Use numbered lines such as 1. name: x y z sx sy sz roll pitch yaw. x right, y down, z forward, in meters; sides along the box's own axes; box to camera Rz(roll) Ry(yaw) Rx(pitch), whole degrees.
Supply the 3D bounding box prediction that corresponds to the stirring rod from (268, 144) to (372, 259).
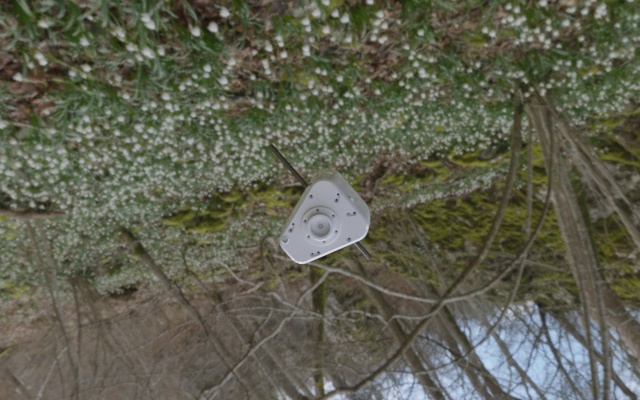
1. stirring rod: 0.000 0.002 0.761 0.011 0.239 0.011 -41 4 3
